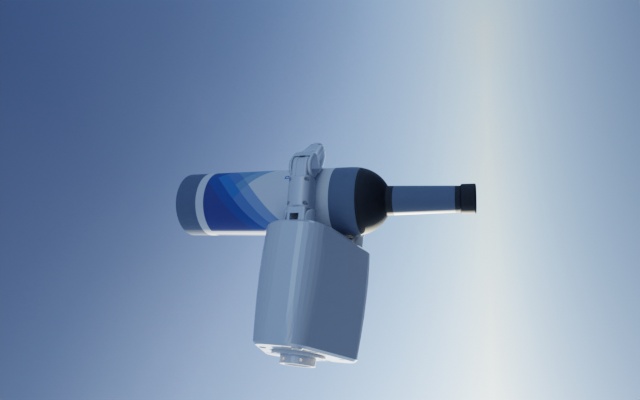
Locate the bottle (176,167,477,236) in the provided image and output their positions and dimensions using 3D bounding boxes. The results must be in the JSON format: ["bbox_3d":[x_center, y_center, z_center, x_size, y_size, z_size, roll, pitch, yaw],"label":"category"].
[{"bbox_3d":[0.000,0.001,0.475,0.296,0.069,0.069,-1,-1,19],"label":"bottle"}]
